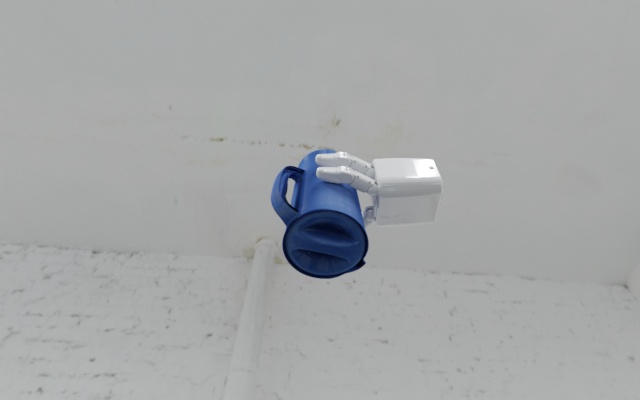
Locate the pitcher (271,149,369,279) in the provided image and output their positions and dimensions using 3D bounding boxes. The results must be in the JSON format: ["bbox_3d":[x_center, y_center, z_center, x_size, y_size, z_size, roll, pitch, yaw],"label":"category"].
[{"bbox_3d":[0.000,0.003,0.822,0.145,0.149,0.242,-4,32,2],"label":"pitcher"}]
